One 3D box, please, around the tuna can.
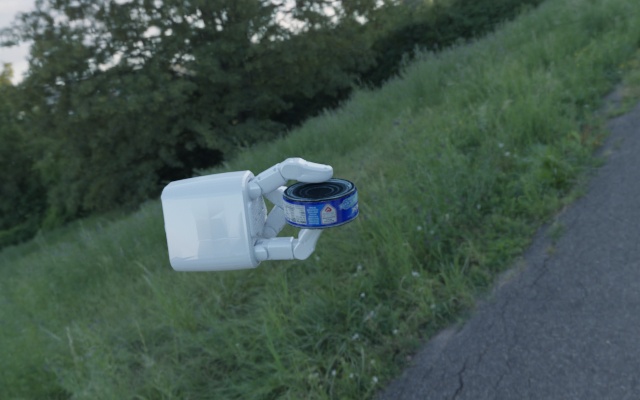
[{"bbox_3d":[0.000,0.001,0.543,0.086,0.034,0.086,-5,18,2],"label":"tuna can"}]
